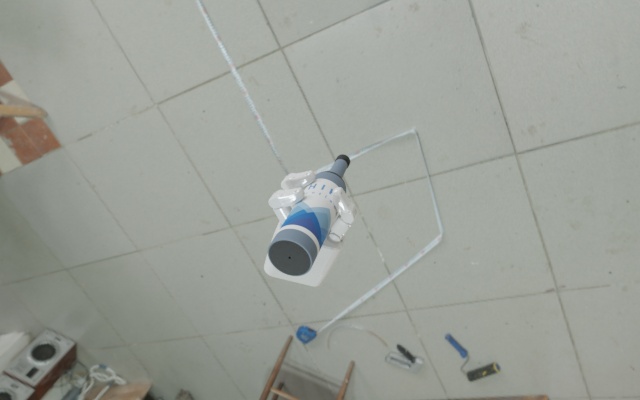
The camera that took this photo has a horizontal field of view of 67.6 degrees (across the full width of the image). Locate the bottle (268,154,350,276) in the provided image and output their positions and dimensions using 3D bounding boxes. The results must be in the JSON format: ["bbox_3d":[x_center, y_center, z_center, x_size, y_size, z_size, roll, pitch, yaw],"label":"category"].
[{"bbox_3d":[0.000,0.003,0.778,0.069,0.069,0.295,0,32,20],"label":"bottle"}]
